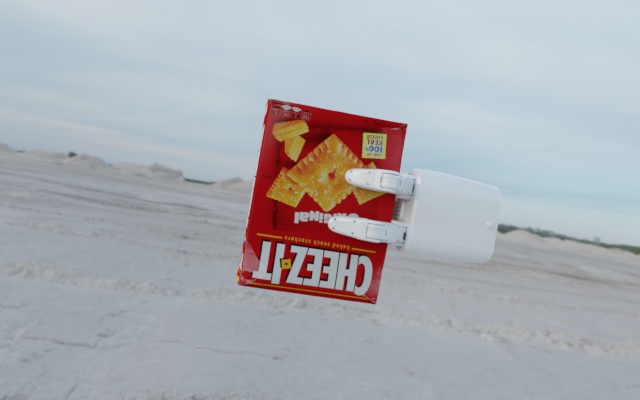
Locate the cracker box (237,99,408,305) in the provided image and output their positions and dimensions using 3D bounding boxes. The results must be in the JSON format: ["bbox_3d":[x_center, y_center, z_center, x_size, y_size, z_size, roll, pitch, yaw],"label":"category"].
[{"bbox_3d":[0.000,0.002,0.561,0.164,0.213,0.072,10,0,-9],"label":"cracker box"}]
